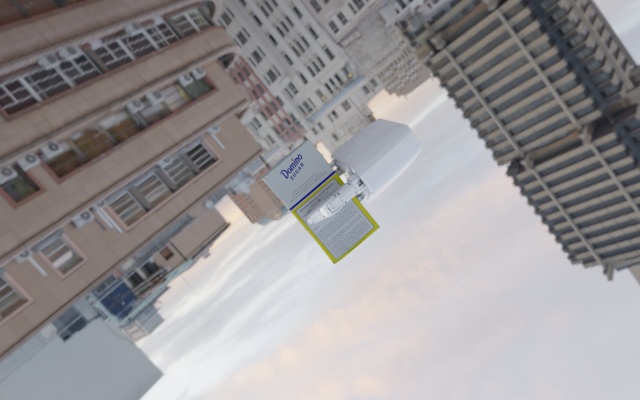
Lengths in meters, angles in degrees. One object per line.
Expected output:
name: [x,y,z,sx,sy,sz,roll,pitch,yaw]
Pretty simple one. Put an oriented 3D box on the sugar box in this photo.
sugar box: [0.000,0.002,0.736,0.093,0.176,0.048,-40,8,-5]
